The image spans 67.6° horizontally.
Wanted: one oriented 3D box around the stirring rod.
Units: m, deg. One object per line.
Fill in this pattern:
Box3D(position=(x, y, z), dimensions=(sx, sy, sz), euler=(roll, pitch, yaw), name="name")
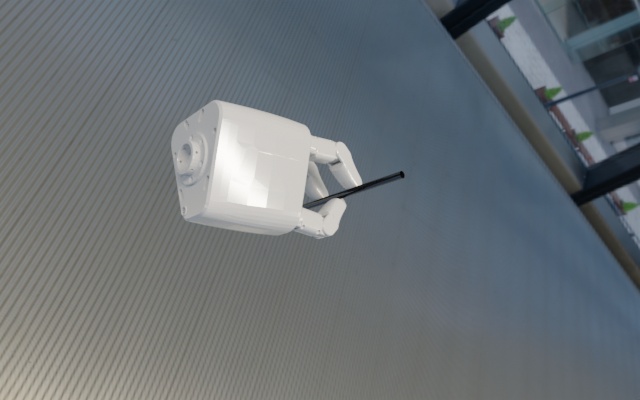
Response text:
Box3D(position=(0.000, 0.002, 0.569), dimensions=(0.011, 0.011, 0.239), euler=(0, -14, -45), name="stirring rod")
